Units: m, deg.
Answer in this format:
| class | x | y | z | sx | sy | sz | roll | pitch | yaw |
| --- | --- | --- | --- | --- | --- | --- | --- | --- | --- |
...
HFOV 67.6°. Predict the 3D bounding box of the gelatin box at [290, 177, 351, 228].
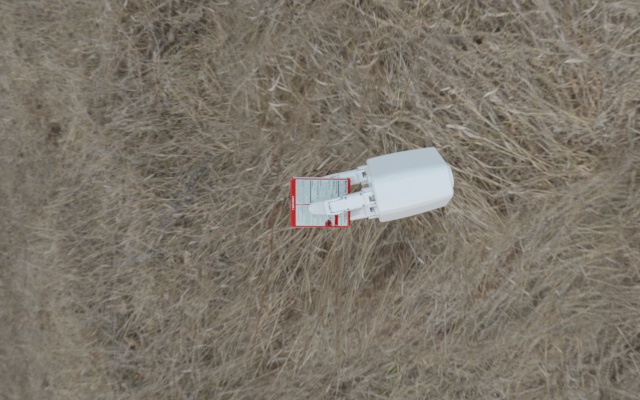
| class | x | y | z | sx | sy | sz | roll | pitch | yaw |
| --- | --- | --- | --- | --- | --- | --- | --- | --- | --- |
| gelatin box | 0.000 | 0.002 | 0.708 | 0.089 | 0.073 | 0.030 | 0 | 7 | 1 |
